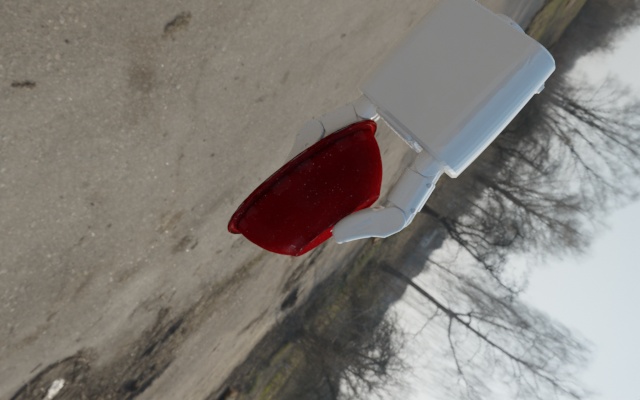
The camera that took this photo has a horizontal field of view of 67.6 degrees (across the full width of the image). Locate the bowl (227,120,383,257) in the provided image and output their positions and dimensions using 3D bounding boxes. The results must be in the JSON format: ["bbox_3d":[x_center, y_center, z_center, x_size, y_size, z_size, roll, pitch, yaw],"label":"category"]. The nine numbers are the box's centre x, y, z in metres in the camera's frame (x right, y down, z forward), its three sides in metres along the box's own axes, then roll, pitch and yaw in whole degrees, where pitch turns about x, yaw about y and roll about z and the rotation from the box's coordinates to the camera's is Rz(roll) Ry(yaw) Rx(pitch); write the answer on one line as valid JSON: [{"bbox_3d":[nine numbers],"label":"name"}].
[{"bbox_3d":[-0.001,0.003,0.424,0.162,0.055,0.162,-35,-9,-6],"label":"bowl"}]
